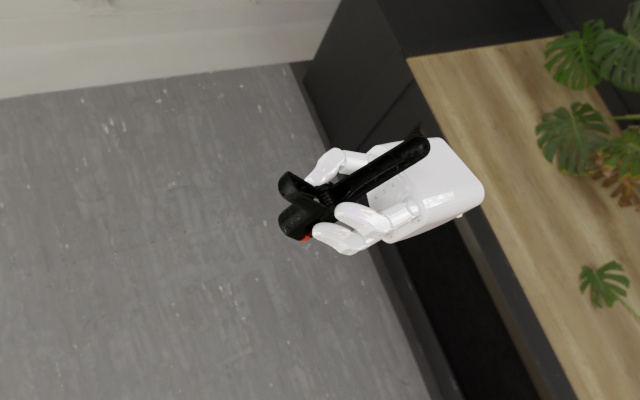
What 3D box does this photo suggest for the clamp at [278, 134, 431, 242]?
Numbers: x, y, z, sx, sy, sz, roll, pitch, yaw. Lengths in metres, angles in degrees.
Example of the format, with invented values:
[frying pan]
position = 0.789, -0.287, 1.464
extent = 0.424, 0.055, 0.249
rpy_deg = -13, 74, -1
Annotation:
[clamp]
position = 0.000, 0.001, 0.509
extent = 0.164, 0.036, 0.210
rpy_deg = -15, -17, -33
